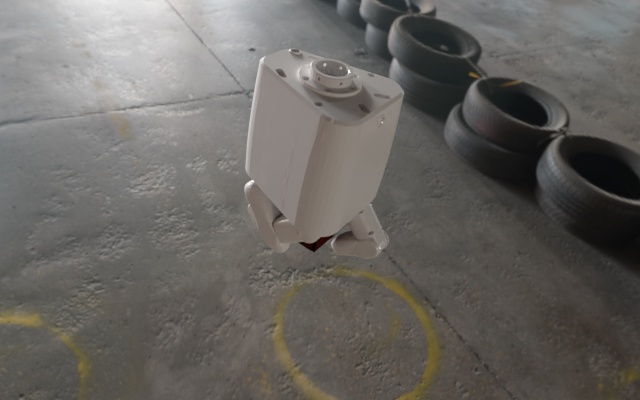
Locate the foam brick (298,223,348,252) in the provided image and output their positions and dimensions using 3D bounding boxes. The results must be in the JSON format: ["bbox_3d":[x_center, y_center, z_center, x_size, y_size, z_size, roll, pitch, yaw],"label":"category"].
[{"bbox_3d":[0.000,0.001,0.464,0.053,0.051,0.078,31,43,20],"label":"foam brick"}]
